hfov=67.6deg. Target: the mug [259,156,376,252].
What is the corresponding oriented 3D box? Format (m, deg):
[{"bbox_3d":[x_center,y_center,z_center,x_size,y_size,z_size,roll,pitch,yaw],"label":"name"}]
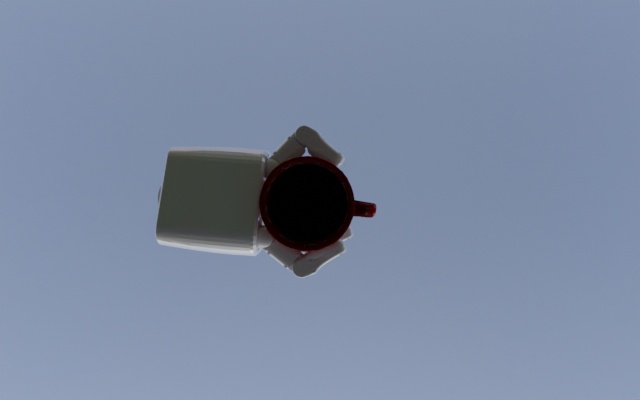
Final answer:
[{"bbox_3d":[0.002,0.002,0.501,0.117,0.093,0.081,5,5,2],"label":"mug"}]
